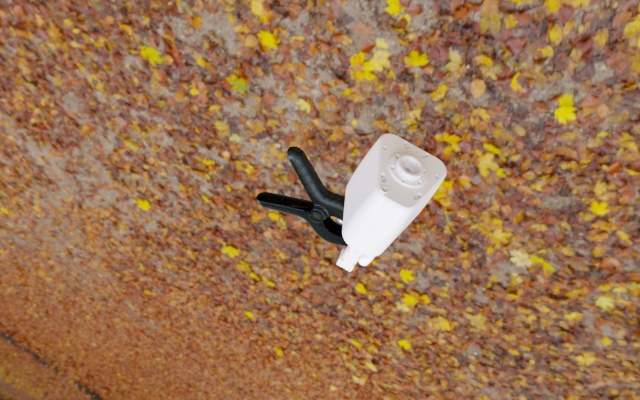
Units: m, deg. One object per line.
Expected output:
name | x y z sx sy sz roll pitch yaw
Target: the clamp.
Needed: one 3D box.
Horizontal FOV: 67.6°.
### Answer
clamp | 0.000 0.003 0.654 0.171 0.039 0.120 28 -41 0
